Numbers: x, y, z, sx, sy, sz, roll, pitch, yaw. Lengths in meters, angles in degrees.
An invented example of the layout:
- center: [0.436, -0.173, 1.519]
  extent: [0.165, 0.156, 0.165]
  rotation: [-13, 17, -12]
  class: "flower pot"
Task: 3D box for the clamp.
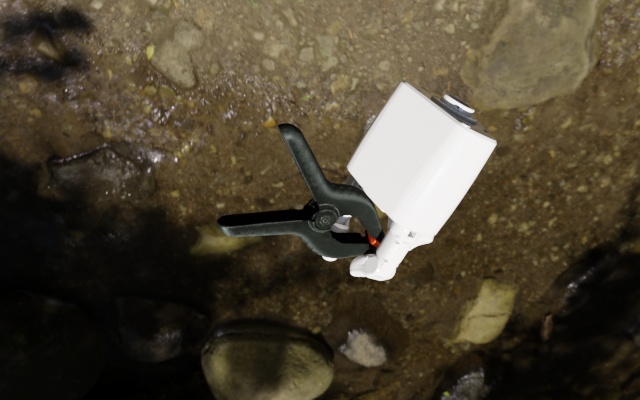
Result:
- center: [0.000, 0.002, 0.461]
  extent: [0.171, 0.120, 0.039]
  rotation: [17, 27, -26]
  class: "clamp"
